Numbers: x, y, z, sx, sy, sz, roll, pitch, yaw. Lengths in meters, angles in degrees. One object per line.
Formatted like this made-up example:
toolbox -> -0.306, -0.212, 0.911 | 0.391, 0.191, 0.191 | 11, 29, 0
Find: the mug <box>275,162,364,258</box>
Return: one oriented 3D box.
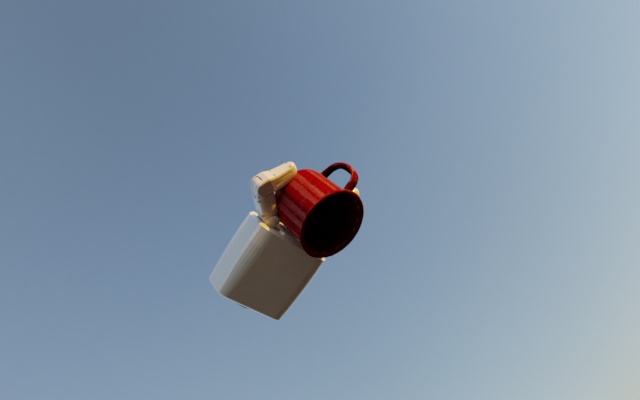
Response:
mug -> 0.001, 0.001, 0.596 | 0.093, 0.117, 0.081 | 32, 5, -45
